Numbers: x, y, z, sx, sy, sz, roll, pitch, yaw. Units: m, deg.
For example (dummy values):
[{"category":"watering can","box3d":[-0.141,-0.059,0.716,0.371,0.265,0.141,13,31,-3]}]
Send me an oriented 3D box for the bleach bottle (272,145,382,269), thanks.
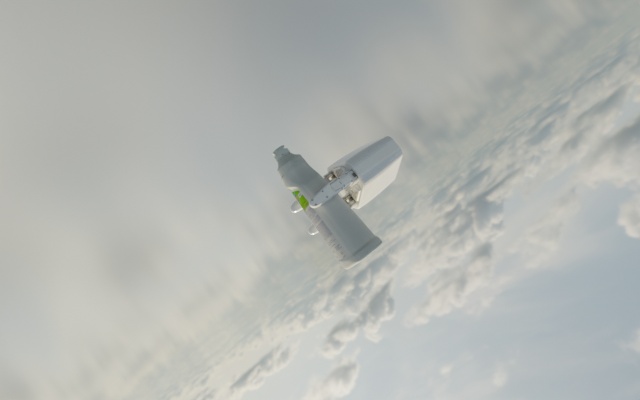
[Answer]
[{"category":"bleach bottle","box3d":[0.000,0.003,0.859,0.068,0.251,0.102,-35,-6,-22]}]
